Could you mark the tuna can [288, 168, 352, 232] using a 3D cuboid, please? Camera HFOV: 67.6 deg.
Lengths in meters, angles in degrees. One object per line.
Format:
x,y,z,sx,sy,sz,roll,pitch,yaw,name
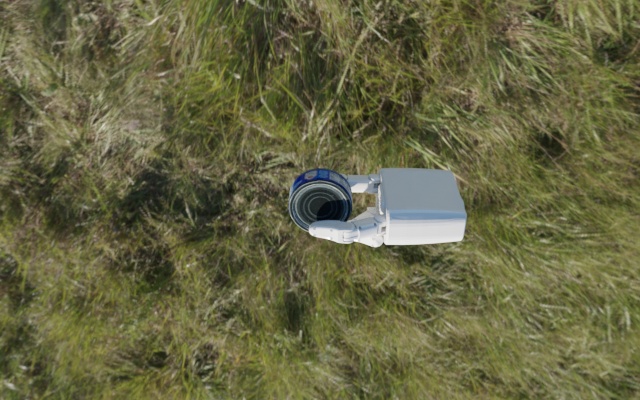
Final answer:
0.000,0.002,0.637,0.086,0.086,0.033,0,31,2,tuna can
